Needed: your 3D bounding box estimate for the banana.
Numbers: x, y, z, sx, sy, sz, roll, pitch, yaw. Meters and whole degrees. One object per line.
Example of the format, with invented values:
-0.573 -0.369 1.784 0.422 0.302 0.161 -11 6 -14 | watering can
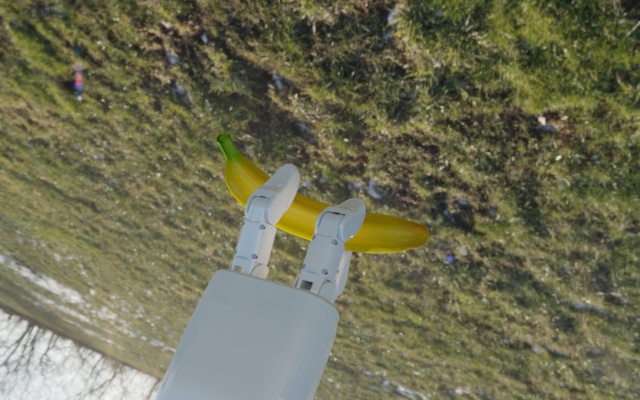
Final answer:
-0.006 0.009 0.420 0.198 0.037 0.070 24 -32 3 | banana
